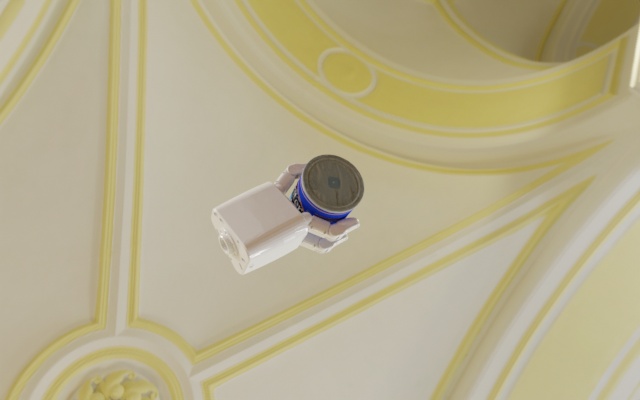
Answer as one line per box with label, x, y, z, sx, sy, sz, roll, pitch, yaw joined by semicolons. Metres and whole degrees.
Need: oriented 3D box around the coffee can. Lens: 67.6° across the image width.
coffee can;0.000;0.002;0.800;0.103;0.102;0.140;0;-27;-20
